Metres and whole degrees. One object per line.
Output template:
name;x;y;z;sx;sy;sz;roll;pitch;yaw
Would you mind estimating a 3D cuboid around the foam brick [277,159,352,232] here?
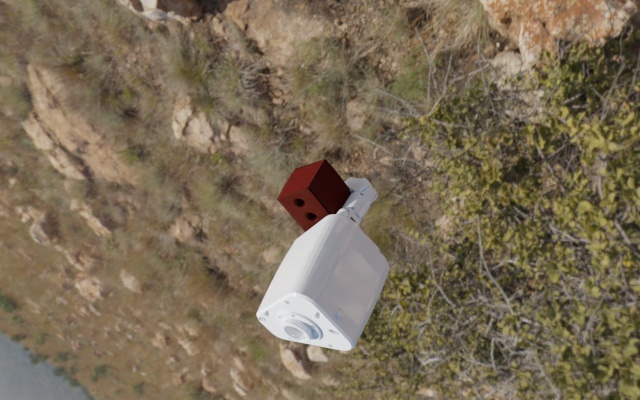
foam brick;0.000;0.002;0.544;0.053;0.078;0.051;-17;32;43
